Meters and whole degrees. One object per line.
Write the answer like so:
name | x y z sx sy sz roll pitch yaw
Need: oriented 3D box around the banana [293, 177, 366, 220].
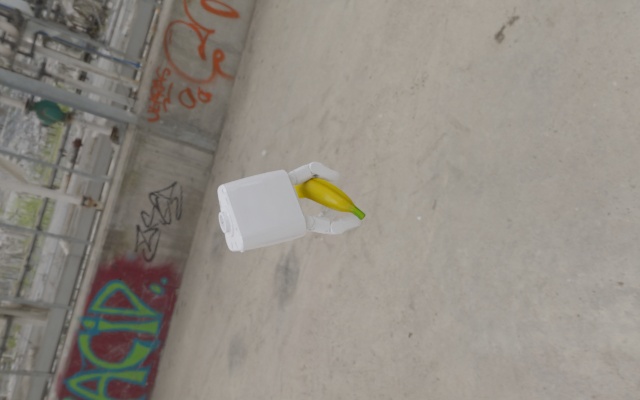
banana | -0.007 -0.010 0.805 0.037 0.070 0.197 -42 32 -16
